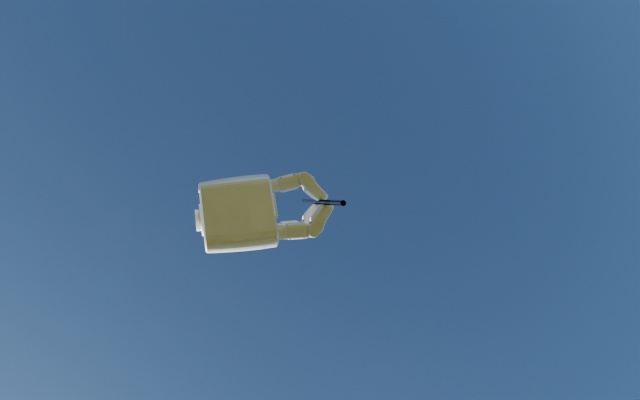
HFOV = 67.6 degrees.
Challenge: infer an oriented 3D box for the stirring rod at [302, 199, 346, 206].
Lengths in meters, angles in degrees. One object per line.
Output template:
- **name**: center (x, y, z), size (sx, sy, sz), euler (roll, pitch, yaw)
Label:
- **stirring rod**: center (0.000, 0.002, 0.749), size (0.011, 0.011, 0.239), euler (0, 0, -14)
